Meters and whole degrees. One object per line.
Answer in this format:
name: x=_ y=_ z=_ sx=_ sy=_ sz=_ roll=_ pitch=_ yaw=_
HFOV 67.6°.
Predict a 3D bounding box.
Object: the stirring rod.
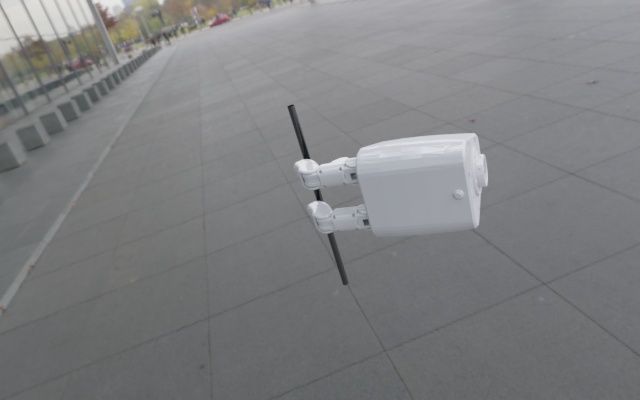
stirring rod: x=0.000 y=0.002 z=0.570 sx=0.011 sy=0.240 sz=0.011 roll=-14 pitch=24 yaw=6
